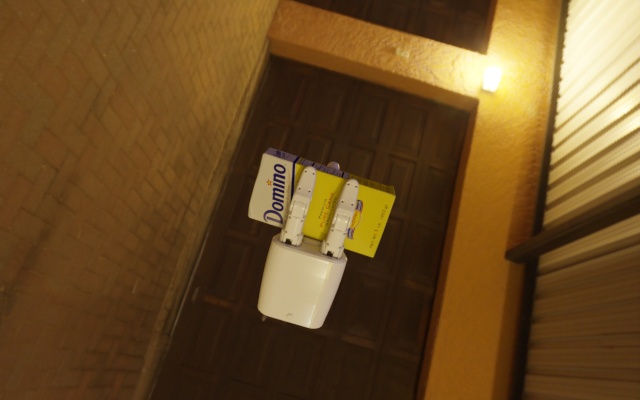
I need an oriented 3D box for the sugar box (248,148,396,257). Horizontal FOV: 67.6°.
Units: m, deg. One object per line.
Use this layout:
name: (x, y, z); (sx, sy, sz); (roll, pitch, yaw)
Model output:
sugar box: (0.000, 0.002, 0.626); (0.176, 0.093, 0.048); (16, 19, -1)
